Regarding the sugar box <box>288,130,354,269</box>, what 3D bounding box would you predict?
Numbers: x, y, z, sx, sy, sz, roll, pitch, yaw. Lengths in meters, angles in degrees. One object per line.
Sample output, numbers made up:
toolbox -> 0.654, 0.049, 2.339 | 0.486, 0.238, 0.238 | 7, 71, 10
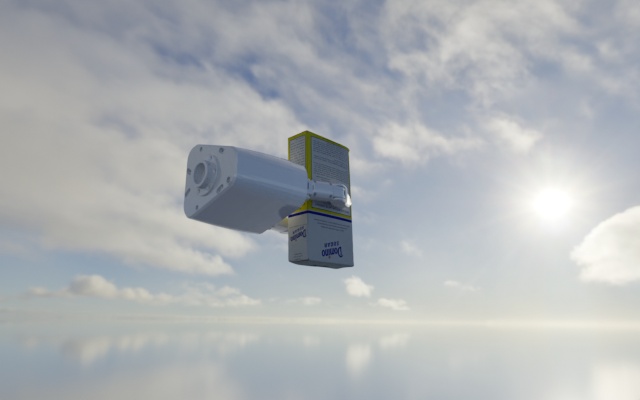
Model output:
sugar box -> 0.000, 0.002, 0.657 | 0.048, 0.176, 0.093 | -12, -19, 42
